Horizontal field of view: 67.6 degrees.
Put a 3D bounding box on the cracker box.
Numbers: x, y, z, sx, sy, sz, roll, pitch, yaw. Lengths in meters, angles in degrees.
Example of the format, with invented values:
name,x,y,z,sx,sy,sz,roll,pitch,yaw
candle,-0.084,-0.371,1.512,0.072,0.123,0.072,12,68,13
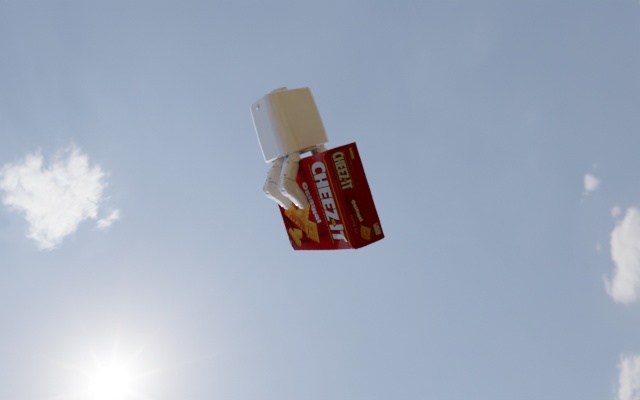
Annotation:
name,x,y,z,sx,sy,sz,roll,pitch,yaw
cracker box,0.000,0.003,0.836,0.072,0.164,0.214,-21,5,-30
